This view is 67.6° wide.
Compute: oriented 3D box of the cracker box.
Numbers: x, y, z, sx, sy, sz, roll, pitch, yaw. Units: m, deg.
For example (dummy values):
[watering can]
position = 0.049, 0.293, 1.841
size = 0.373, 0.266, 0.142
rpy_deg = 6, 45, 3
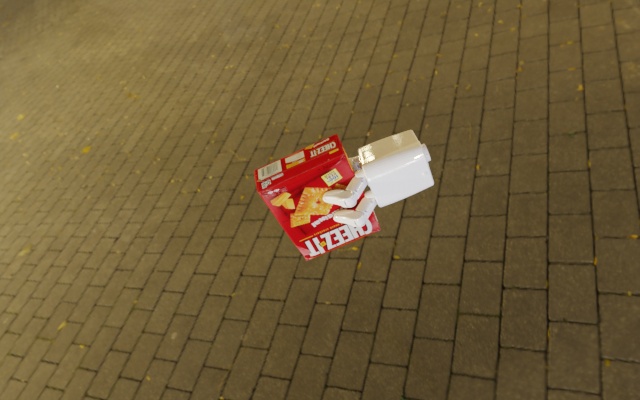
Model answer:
[cracker box]
position = 0.000, 0.003, 0.881
size = 0.164, 0.072, 0.214
rpy_deg = -23, -48, 8
